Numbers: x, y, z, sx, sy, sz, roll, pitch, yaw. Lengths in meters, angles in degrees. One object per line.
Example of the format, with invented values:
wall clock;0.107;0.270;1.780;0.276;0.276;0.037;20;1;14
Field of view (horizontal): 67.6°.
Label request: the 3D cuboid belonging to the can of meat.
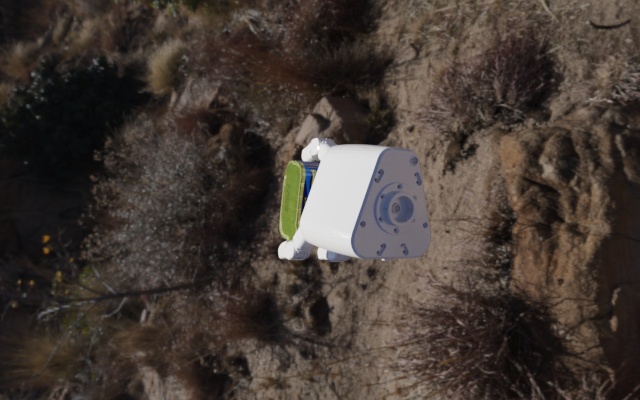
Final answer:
can of meat;0.000;0.002;0.589;0.084;0.102;0.057;3;7;-27
